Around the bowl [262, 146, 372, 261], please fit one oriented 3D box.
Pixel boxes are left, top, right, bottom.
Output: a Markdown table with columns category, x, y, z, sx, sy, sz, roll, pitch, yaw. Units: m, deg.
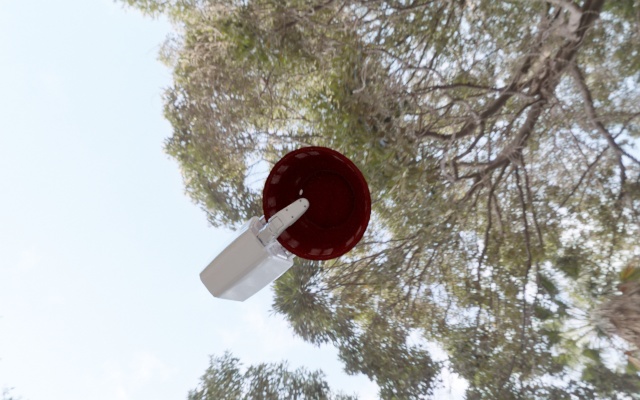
| category | x | y | z | sx | sy | sz | roll | pitch | yaw |
| --- | --- | --- | --- | --- | --- | --- | --- | --- | --- |
| bowl | 0.001 | 0.002 | 0.686 | 0.162 | 0.162 | 0.055 | 0 | 7 | 20 |
